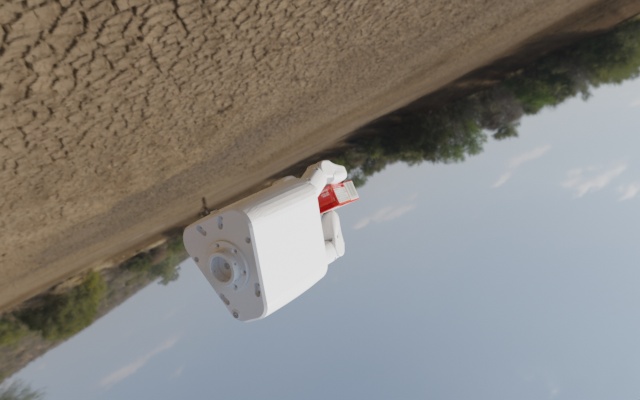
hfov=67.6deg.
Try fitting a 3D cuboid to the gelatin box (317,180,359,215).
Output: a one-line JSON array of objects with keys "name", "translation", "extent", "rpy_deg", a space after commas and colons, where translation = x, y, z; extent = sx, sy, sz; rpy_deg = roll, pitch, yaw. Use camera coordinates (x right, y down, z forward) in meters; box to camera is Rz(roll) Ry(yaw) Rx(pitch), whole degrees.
[{"name": "gelatin box", "translation": [0.000, 0.002, 0.601], "extent": [0.073, 0.030, 0.089], "rpy_deg": [-23, -3, 21]}]
